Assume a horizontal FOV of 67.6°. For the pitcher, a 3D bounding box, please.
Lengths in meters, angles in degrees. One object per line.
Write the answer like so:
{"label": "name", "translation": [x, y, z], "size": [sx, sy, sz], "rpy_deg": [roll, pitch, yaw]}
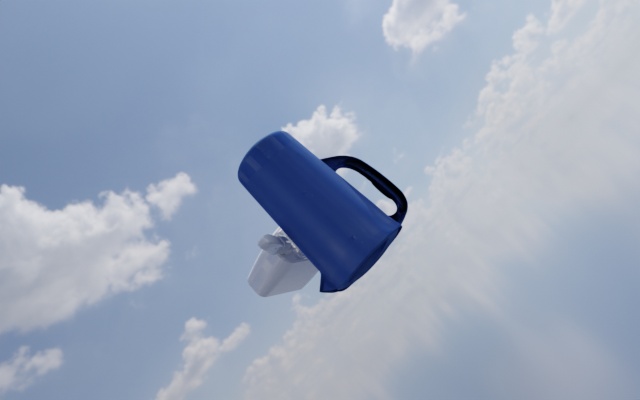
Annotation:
{"label": "pitcher", "translation": [0.000, 0.002, 0.713], "size": [0.243, 0.145, 0.149], "rpy_deg": [44, 36, 15]}
